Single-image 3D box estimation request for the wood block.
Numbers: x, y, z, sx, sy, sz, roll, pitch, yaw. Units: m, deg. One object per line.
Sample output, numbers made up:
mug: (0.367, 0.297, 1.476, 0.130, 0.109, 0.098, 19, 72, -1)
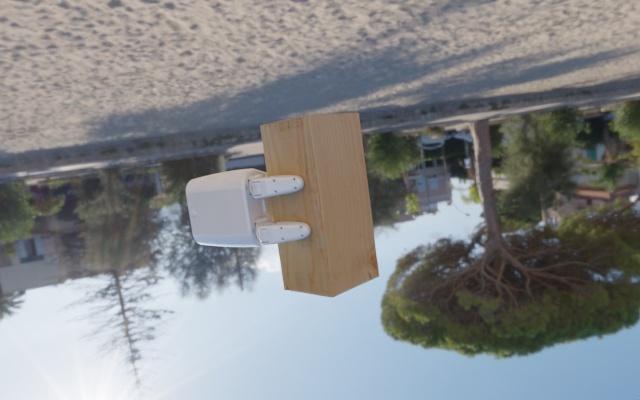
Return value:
wood block: (0.000, 0.002, 0.590, 0.090, 0.206, 0.091, -2, 8, 44)
